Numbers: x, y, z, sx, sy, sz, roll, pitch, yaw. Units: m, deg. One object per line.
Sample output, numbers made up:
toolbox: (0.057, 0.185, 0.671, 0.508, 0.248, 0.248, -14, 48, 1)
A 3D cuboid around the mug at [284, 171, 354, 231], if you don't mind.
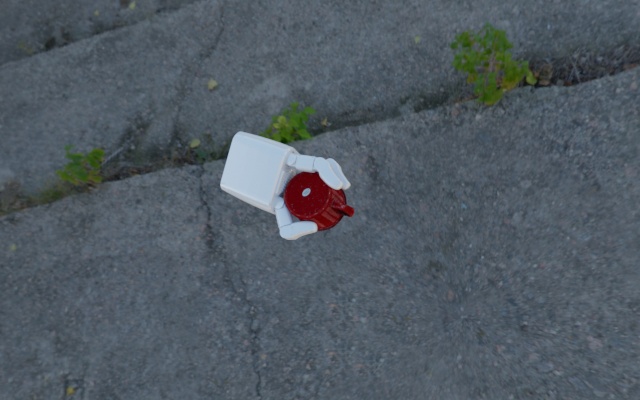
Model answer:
mug: (0.001, 0.003, 0.794, 0.117, 0.093, 0.081, 21, -7, 21)
